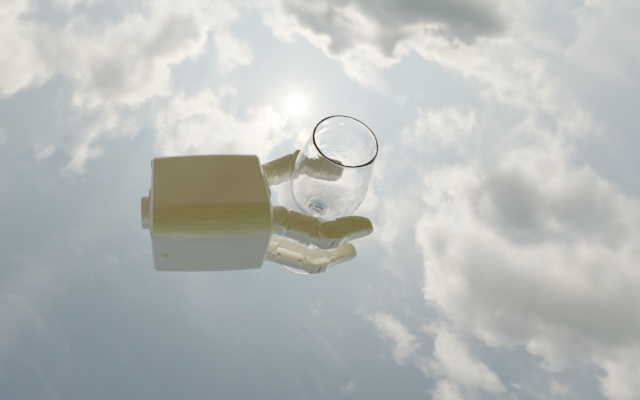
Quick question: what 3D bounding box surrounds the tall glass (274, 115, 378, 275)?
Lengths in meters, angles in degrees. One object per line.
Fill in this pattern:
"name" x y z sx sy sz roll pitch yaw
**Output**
"tall glass" 0.000 0.002 0.506 0.079 0.079 0.201 0 -34 -16
